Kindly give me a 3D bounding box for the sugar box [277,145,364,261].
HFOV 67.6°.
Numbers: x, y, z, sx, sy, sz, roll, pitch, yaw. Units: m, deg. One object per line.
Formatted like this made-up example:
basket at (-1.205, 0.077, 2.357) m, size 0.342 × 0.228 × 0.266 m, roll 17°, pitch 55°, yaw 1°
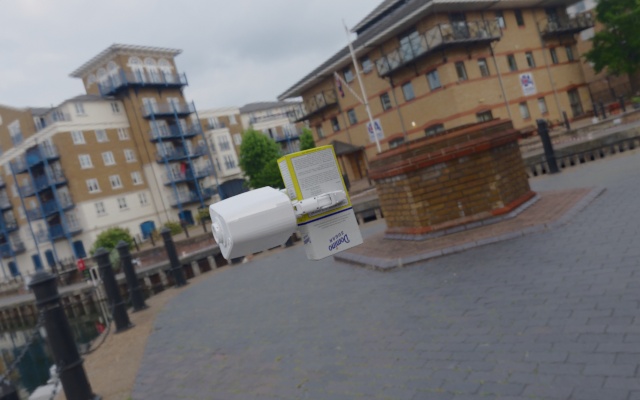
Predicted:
sugar box at (0.000, 0.003, 0.792) m, size 0.093 × 0.176 × 0.048 m, roll -17°, pitch 2°, yaw -26°
